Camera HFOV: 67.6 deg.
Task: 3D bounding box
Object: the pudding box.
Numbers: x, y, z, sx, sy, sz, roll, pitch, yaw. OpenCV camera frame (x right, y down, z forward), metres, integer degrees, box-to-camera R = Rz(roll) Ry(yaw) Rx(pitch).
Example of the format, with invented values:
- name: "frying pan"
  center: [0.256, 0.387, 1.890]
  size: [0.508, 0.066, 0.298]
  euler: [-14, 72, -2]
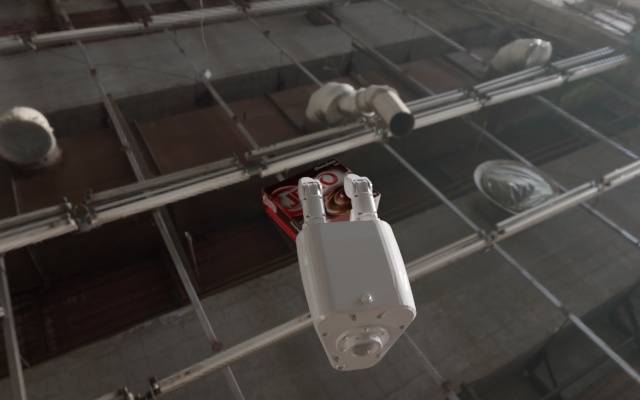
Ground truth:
- name: "pudding box"
  center: [0.000, 0.002, 0.573]
  size: [0.113, 0.039, 0.090]
  euler: [-24, 48, -29]
